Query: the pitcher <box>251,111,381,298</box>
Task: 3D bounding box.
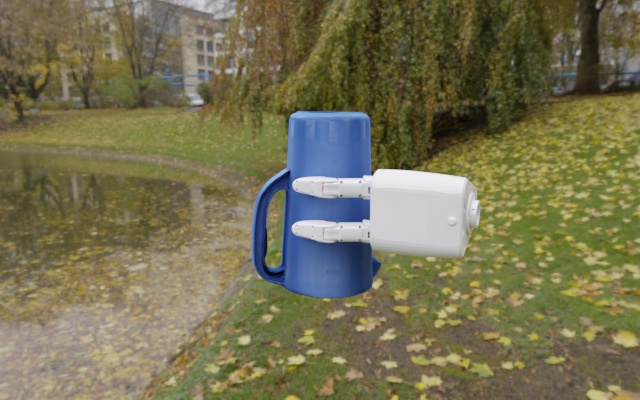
[{"bbox_3d":[0.000,0.002,0.652,0.145,0.243,0.149,6,11,27],"label":"pitcher"}]
